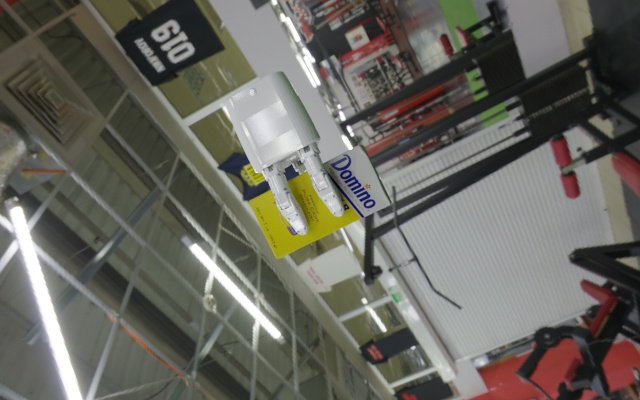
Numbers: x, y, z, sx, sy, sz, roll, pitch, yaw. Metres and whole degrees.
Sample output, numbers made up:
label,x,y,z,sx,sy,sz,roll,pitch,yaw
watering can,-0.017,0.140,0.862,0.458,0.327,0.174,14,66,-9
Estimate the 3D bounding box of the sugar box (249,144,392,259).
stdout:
label,x,y,z,sx,sy,sz,roll,pitch,yaw
sugar box,0.000,0.002,0.662,0.176,0.093,0.048,-27,-2,12
